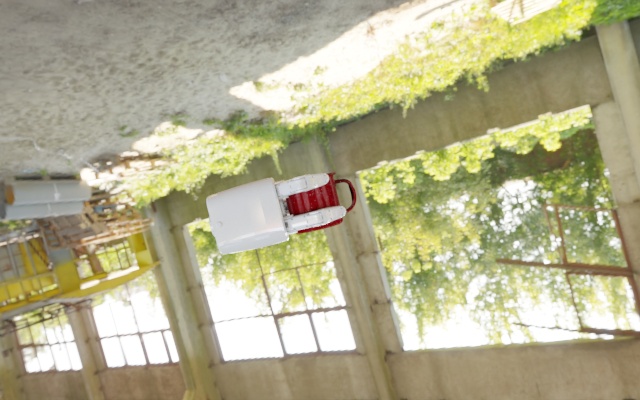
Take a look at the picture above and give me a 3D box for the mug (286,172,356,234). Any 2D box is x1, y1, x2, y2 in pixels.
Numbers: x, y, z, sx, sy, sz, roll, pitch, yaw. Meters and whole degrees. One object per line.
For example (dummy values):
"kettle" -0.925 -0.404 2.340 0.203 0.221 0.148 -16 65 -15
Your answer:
"mug" 0.002 0.002 0.764 0.117 0.081 0.093 -14 1 -1
